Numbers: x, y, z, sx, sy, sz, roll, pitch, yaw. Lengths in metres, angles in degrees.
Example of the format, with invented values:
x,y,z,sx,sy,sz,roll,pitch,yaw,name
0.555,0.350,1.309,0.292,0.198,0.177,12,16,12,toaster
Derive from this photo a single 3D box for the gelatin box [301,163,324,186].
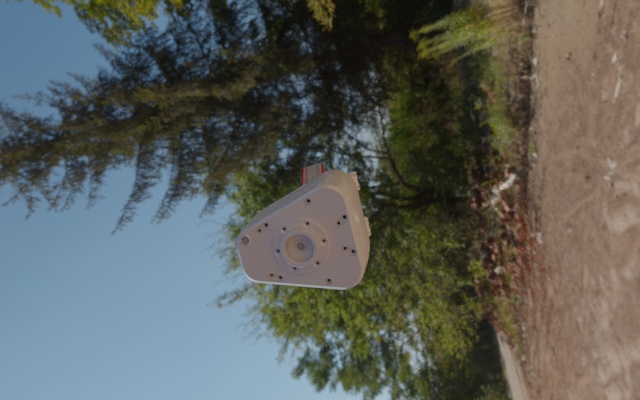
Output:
x,y,z,sx,sy,sz,roll,pitch,yaw,name
0.000,0.002,0.584,0.030,0.073,0.089,-15,20,3,gelatin box
